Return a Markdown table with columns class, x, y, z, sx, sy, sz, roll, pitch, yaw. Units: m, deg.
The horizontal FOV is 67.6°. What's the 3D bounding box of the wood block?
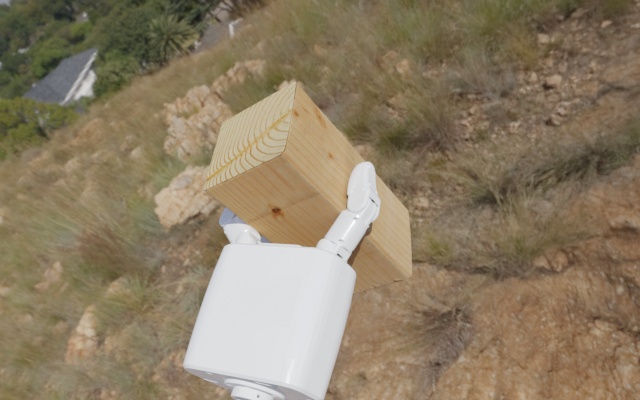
| class | x | y | z | sx | sy | sz | roll | pitch | yaw |
| --- | --- | --- | --- | --- | --- | --- | --- | --- | --- |
| wood block | 0.000 | 0.002 | 0.464 | 0.091 | 0.090 | 0.206 | -21 | -46 | 29 |
